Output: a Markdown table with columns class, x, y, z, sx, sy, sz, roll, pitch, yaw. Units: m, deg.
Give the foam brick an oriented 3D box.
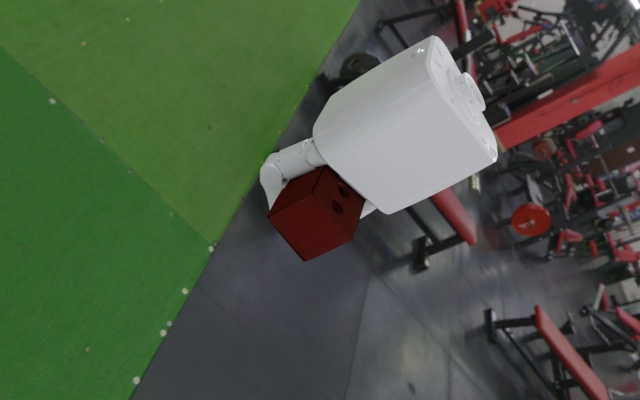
| class | x | y | z | sx | sy | sz | roll | pitch | yaw |
| --- | --- | --- | --- | --- | --- | --- | --- | --- | --- |
| foam brick | 0.000 | 0.002 | 0.403 | 0.051 | 0.053 | 0.078 | -27 | 23 | 32 |
